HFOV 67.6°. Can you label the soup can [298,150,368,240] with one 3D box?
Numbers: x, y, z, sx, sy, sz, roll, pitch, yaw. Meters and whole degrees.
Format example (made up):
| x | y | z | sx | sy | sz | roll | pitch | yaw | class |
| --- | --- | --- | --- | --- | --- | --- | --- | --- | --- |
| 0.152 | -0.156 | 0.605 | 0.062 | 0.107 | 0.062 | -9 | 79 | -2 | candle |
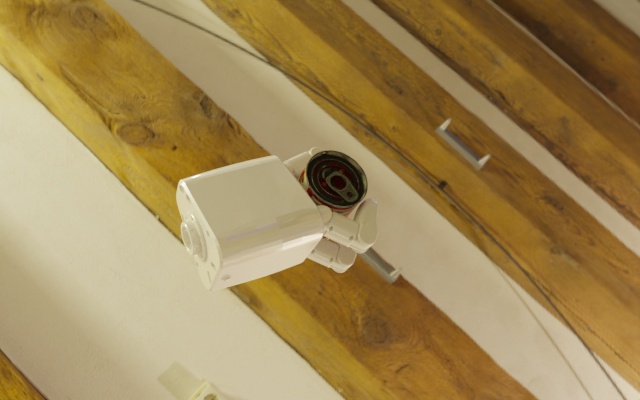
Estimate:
| x | y | z | sx | sy | sz | roll | pitch | yaw | class |
| --- | --- | --- | --- | --- | --- | --- | --- | --- | --- |
| 0.000 | 0.002 | 0.524 | 0.068 | 0.068 | 0.102 | 0 | -29 | -23 | soup can |
